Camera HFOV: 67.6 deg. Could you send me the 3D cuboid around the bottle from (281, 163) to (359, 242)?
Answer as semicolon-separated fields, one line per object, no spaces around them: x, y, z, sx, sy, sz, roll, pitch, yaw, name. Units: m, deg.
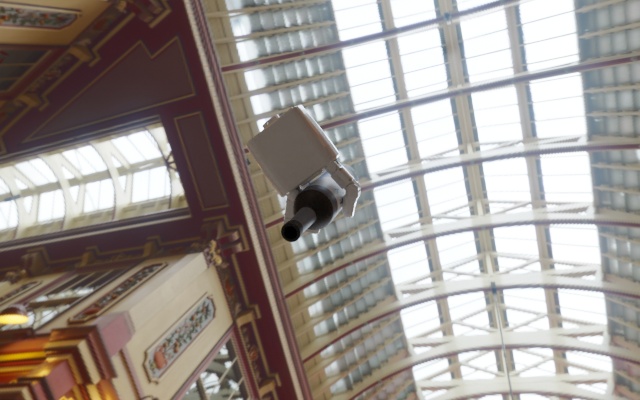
0.000;0.003;0.772;0.069;0.069;0.295;0;16;17;bottle
